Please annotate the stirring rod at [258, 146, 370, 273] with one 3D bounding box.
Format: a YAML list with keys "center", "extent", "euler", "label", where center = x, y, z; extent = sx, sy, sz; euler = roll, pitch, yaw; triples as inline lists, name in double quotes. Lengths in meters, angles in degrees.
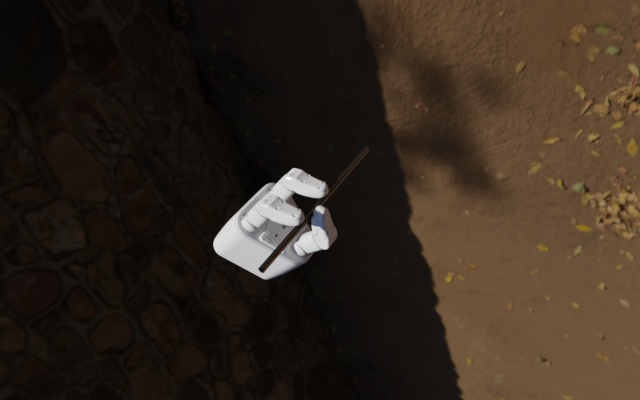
- center: [0.000, 0.002, 0.580]
  extent: [0.011, 0.011, 0.239]
  euler: [0, 37, 41]
  label: "stirring rod"
